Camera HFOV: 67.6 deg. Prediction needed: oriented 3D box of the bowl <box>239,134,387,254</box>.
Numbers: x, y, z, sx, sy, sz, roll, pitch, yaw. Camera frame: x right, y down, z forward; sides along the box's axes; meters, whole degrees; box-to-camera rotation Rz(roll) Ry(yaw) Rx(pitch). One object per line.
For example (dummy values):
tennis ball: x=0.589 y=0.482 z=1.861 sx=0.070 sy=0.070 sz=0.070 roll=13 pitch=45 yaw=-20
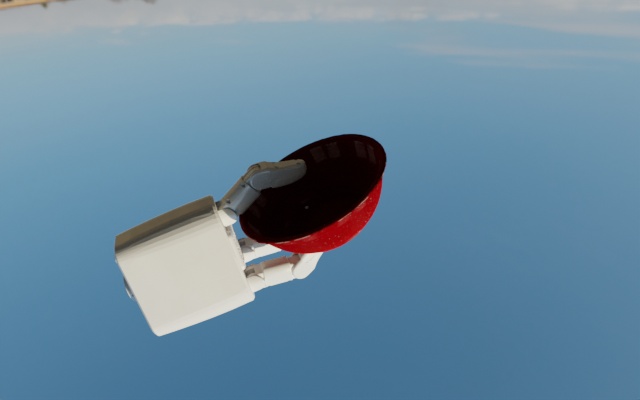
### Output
bowl: x=0.001 y=0.001 z=0.487 sx=0.162 sy=0.055 sz=0.162 roll=-21 pitch=33 yaw=15
